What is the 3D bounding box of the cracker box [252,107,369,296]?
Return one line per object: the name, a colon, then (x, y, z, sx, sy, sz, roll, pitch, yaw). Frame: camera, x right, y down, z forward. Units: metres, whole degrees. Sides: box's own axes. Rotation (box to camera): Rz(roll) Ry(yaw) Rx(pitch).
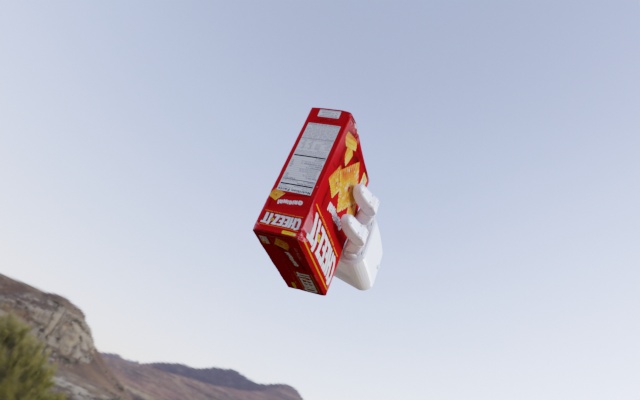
cracker box: (0.000, 0.002, 0.679, 0.072, 0.213, 0.164, 9, -32, 22)
